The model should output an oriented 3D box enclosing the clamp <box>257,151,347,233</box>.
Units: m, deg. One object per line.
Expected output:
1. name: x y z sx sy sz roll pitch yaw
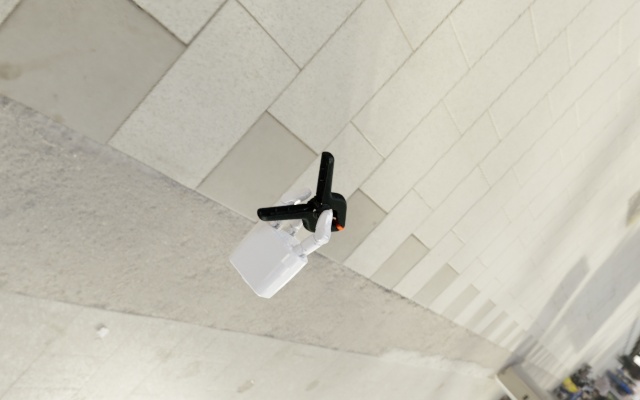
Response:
1. clamp: 0.001 0.004 0.877 0.210 0.164 0.036 32 17 -53
